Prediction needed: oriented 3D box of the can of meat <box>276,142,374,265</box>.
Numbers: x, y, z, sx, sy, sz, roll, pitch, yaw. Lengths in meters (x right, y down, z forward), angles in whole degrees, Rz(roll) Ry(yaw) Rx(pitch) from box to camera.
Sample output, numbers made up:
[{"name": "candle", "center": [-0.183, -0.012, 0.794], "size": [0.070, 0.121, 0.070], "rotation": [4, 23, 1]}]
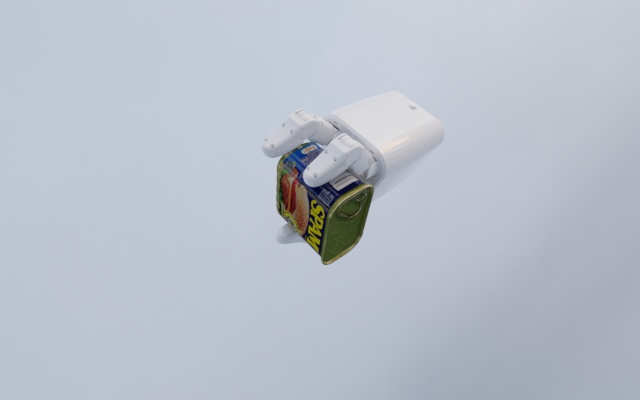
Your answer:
[{"name": "can of meat", "center": [0.000, 0.001, 0.486], "size": [0.057, 0.102, 0.084], "rotation": [-30, 59, -29]}]
